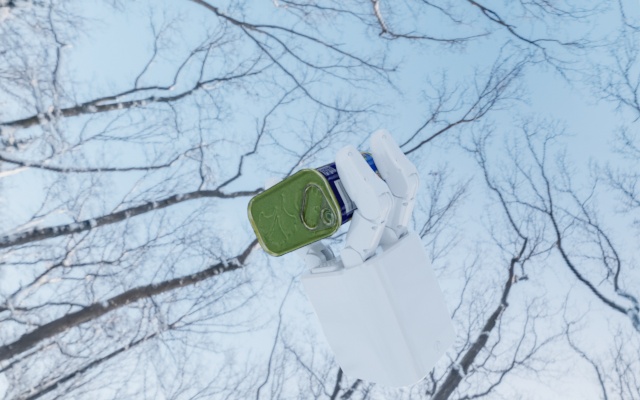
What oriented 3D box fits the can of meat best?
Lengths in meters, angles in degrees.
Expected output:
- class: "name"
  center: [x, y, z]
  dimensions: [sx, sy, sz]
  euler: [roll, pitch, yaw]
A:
- class: "can of meat"
  center: [0.000, 0.001, 0.422]
  dimensions: [0.102, 0.057, 0.084]
  euler: [-26, -2, 43]
